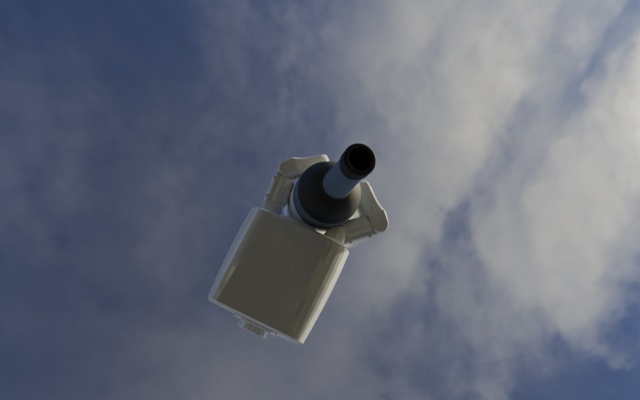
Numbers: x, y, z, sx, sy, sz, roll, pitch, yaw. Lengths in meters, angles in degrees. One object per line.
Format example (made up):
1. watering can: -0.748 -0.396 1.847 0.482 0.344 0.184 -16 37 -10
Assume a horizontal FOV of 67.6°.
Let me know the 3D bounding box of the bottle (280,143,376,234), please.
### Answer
1. bottle: 0.000 0.002 0.516 0.069 0.069 0.296 0 -13 -13
